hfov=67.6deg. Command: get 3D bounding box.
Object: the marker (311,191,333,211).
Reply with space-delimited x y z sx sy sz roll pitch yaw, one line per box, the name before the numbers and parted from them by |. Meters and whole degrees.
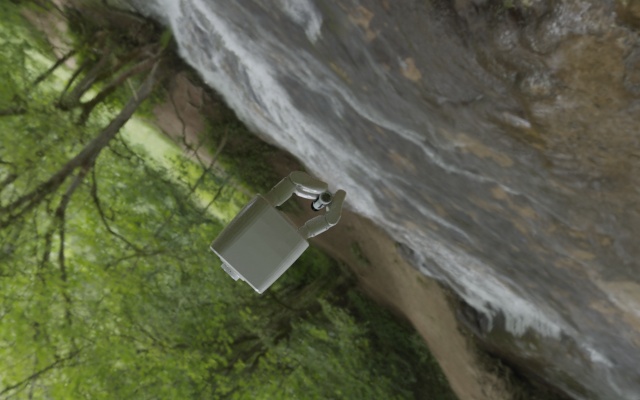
marker | 0.000 0.003 0.773 0.020 0.020 0.121 0 -7 -9
